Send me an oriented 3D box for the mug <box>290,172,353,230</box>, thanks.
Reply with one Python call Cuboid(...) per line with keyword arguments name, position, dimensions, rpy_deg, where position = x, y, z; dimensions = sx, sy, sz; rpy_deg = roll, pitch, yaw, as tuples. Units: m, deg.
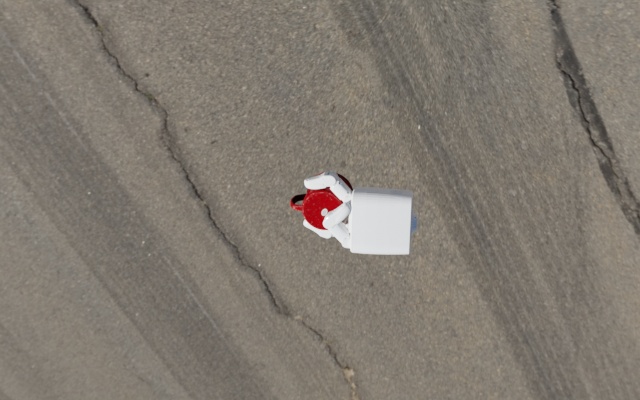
Cuboid(name="mug", position=(-0.001, 0.003, 0.900), dimensions=(0.117, 0.093, 0.081), rpy_deg=(2, 25, 11))
